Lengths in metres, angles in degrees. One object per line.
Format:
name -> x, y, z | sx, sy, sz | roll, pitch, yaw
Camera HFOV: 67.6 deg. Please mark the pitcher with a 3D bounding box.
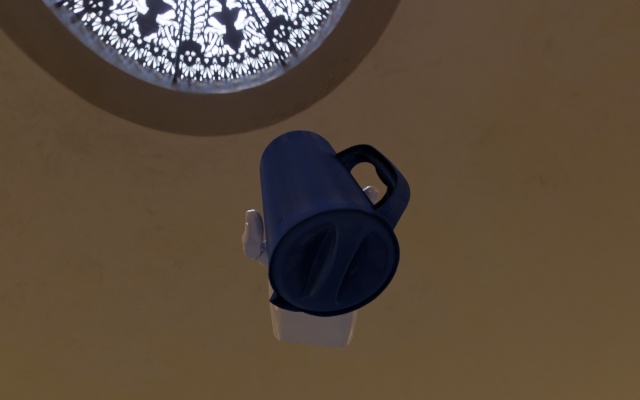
pitcher -> 0.000, 0.002, 0.564 | 0.149, 0.145, 0.242 | -5, 31, -10
